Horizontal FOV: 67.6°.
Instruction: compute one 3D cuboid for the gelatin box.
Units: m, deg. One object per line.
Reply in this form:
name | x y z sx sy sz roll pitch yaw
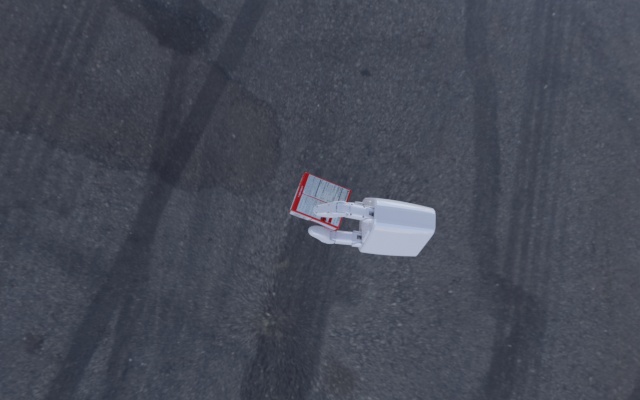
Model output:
gelatin box | 0.000 0.002 0.817 0.089 0.073 0.030 22 -17 -8
